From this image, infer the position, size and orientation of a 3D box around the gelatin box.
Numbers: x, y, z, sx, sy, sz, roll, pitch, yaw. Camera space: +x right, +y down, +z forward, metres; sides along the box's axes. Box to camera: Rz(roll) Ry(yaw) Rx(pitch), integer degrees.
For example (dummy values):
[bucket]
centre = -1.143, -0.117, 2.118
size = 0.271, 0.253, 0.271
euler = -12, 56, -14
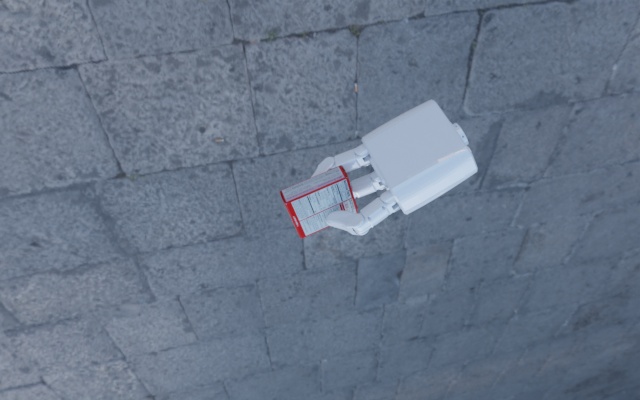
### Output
[gelatin box]
centre = 0.000, 0.003, 0.630
size = 0.089, 0.073, 0.030
euler = -24, 45, -3
